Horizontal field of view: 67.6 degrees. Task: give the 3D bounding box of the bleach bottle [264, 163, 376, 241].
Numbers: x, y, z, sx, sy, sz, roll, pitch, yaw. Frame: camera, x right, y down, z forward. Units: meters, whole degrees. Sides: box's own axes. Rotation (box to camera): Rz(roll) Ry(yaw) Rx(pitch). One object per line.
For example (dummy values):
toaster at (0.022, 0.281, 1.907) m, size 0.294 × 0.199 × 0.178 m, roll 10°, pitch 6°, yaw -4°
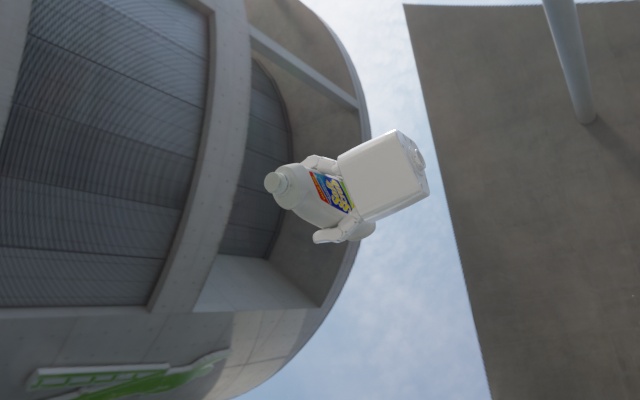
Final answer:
bleach bottle at (0.000, 0.002, 0.776) m, size 0.068 × 0.102 × 0.251 m, roll -25°, pitch -22°, yaw 27°
